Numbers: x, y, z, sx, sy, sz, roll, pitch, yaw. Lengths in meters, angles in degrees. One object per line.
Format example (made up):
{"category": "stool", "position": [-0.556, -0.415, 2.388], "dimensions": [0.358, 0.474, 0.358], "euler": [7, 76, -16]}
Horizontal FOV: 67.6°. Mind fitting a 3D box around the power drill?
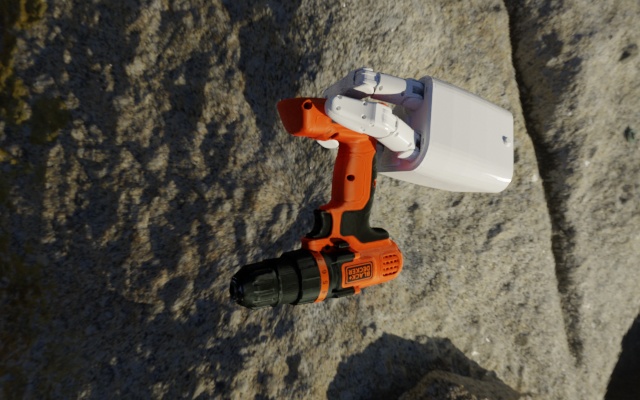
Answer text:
{"category": "power drill", "position": [0.000, 0.001, 0.445], "dimensions": [0.184, 0.188, 0.057], "euler": [-6, 11, -36]}
